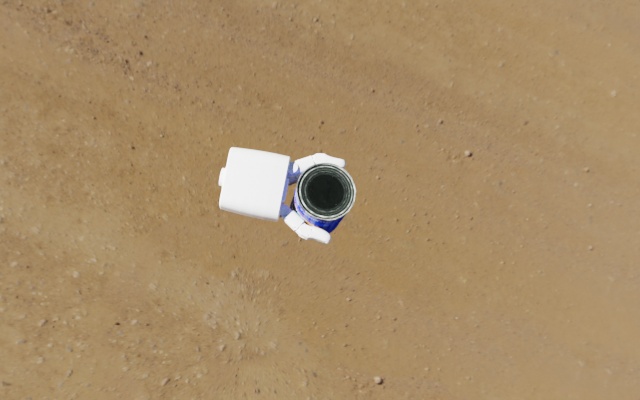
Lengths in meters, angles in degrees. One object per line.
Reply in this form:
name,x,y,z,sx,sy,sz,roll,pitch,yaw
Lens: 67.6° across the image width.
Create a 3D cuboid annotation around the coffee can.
coffee can,0.000,0.003,0.866,0.103,0.102,0.140,0,-16,-9
